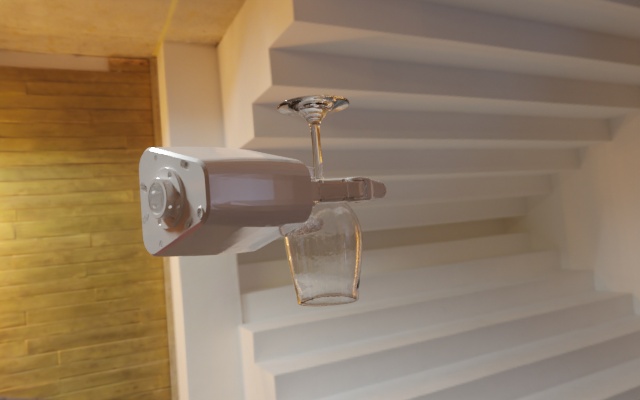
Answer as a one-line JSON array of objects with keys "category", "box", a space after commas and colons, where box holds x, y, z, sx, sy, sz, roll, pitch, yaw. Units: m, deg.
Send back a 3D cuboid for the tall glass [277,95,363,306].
[{"category": "tall glass", "box": [0.000, 0.001, 0.483, 0.079, 0.201, 0.079, -5, -3, 0]}]
